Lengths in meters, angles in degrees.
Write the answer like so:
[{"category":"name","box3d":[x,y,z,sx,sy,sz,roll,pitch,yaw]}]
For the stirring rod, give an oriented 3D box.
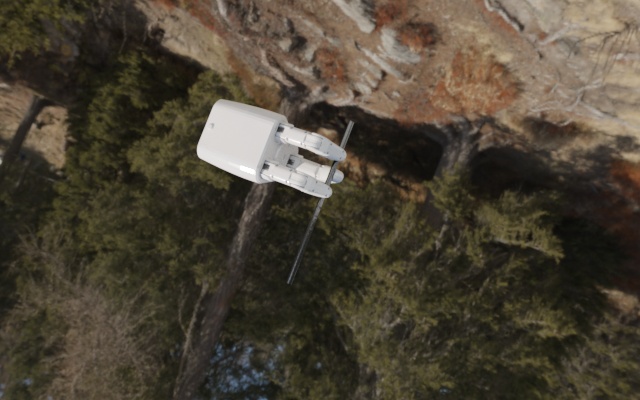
[{"category":"stirring rod","box3d":[0.000,0.002,0.662,0.011,0.239,0.011,21,-2,1]}]
